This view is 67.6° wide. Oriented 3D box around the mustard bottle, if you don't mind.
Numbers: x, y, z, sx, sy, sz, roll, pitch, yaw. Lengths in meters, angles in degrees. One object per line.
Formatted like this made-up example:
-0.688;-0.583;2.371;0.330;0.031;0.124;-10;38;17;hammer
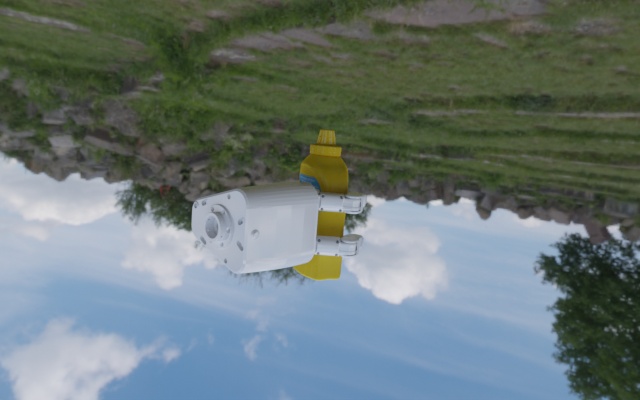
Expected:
0.000;0.002;0.635;0.058;0.191;0.096;1;9;-23;mustard bottle
